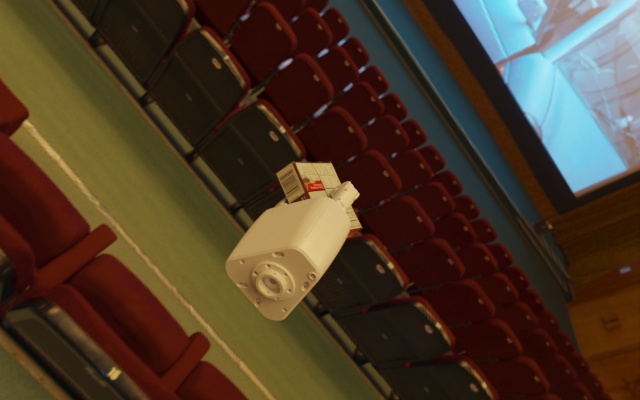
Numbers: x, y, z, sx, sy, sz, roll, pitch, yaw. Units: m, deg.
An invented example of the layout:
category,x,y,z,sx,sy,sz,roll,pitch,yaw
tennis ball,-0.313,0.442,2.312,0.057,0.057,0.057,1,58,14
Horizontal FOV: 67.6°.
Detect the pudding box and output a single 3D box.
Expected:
category,x,y,z,sx,sy,sz,roll,pitch,yaw
pudding box,0.000,0.002,0.653,0.039,0.113,0.090,-32,-15,33
